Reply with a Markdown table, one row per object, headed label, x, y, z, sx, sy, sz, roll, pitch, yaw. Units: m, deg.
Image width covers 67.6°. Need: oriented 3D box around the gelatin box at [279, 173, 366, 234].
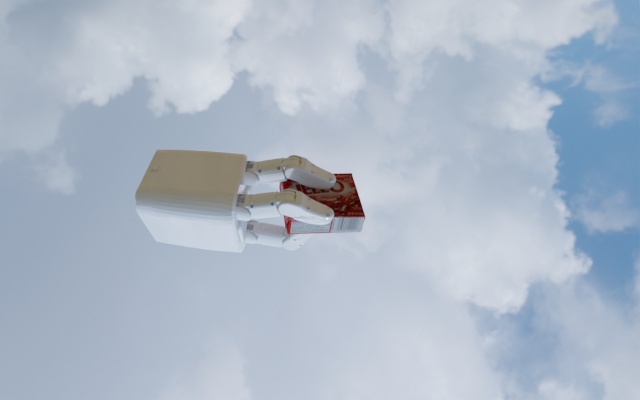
| label | x | y | z | sx | sy | sz | roll | pitch | yaw |
| --- | --- | --- | --- | --- | --- | --- | --- | --- | --- |
| gelatin box | 0.000 | 0.002 | 0.551 | 0.089 | 0.030 | 0.073 | -1 | 45 | -13 |
